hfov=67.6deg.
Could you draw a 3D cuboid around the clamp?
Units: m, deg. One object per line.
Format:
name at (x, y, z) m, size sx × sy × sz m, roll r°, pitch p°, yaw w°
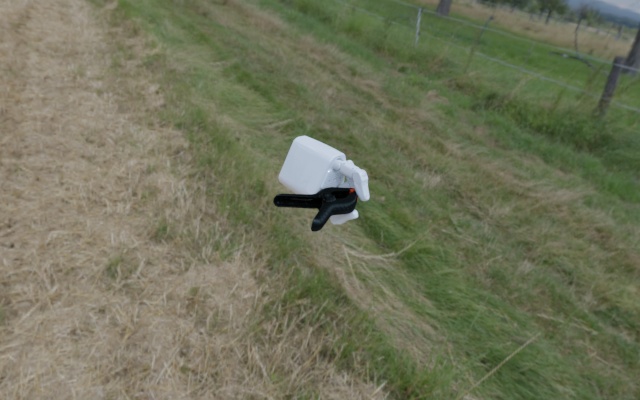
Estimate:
clamp at (0.000, 0.002, 0.892) m, size 0.120 × 0.039 × 0.171 m, roll 32°, pitch 32°, yaw 28°
